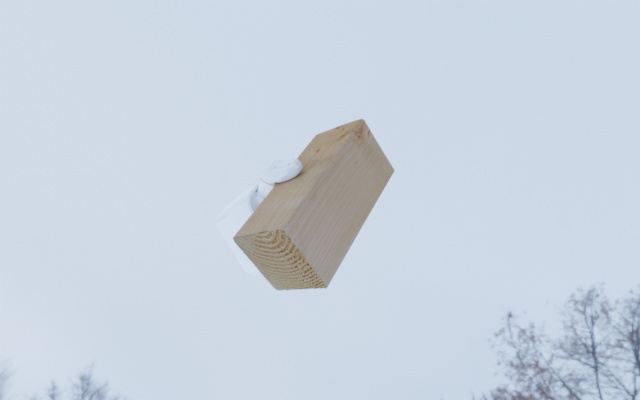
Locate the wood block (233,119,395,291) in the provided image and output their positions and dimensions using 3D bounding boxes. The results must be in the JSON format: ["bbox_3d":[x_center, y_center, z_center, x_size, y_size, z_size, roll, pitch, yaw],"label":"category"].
[{"bbox_3d":[0.000,0.002,0.587,0.090,0.091,0.206,-12,33,43],"label":"wood block"}]
